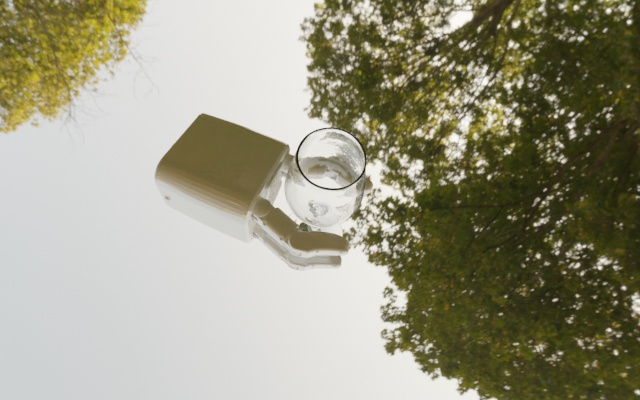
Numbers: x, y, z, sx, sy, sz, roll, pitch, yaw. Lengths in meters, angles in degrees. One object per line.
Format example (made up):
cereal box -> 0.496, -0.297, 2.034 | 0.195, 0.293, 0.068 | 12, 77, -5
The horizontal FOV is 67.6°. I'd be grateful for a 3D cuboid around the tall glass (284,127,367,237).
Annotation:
tall glass -> 0.000, 0.002, 0.502 | 0.079, 0.079, 0.201 | 0, -23, -6
